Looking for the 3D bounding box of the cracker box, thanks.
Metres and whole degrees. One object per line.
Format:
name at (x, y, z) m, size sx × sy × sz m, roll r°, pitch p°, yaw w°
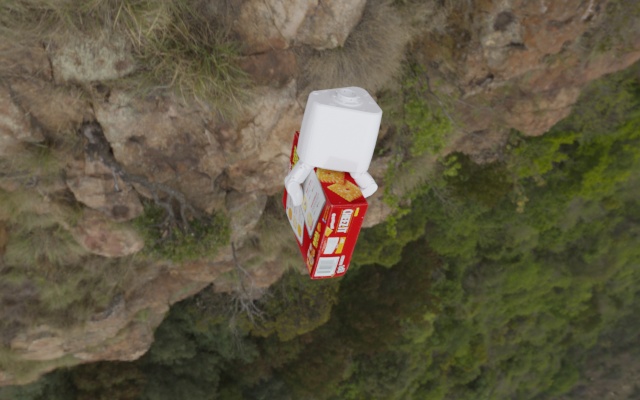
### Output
cracker box at (0.000, 0.003, 0.836) m, size 0.072 × 0.164 × 0.213 m, roll -2°, pitch 39°, yaw -20°
